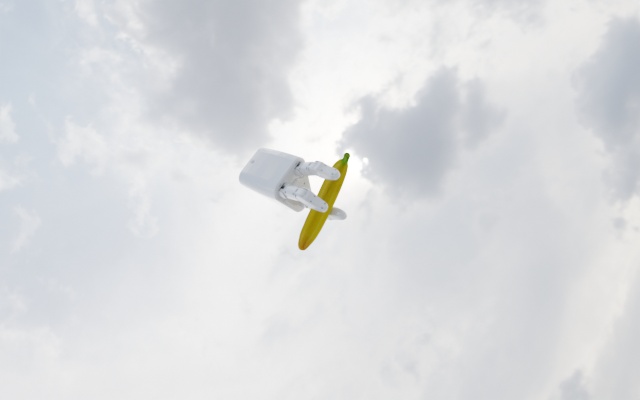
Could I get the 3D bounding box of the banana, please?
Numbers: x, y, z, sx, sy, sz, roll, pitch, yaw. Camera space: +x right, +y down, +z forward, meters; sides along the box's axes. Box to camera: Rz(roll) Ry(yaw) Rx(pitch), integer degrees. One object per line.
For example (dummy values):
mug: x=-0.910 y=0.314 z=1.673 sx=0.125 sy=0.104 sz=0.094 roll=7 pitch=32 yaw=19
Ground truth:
banana: x=0.005 y=0.001 z=0.898 sx=0.037 sy=0.198 sz=0.069 roll=25 pitch=1 yaw=13
